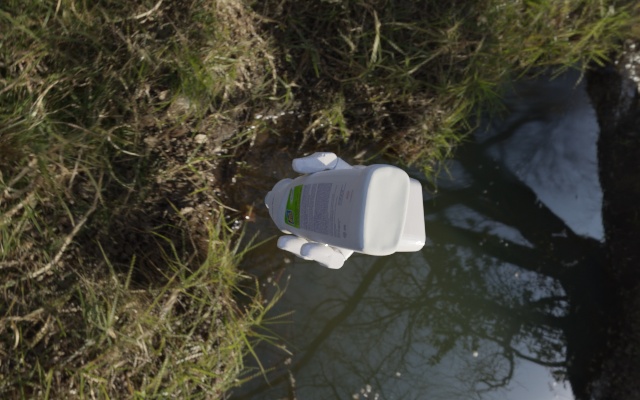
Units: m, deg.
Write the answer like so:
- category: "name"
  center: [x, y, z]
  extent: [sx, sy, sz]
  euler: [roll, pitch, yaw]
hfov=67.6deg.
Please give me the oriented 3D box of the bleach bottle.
- category: "bleach bottle"
  center: [0.000, 0.002, 0.614]
  extent: [0.068, 0.102, 0.251]
  euler: [8, 1, -35]
